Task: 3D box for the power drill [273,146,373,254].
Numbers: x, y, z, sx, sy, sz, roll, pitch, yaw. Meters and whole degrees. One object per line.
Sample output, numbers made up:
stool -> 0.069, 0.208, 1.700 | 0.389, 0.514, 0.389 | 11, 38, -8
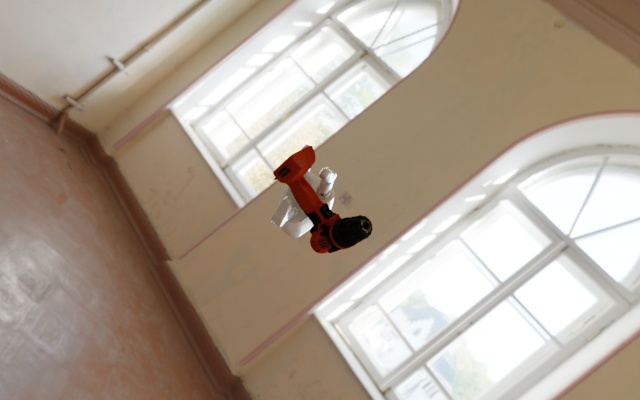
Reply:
power drill -> 0.000, 0.002, 0.834 | 0.057, 0.187, 0.184 | -29, 0, -30
